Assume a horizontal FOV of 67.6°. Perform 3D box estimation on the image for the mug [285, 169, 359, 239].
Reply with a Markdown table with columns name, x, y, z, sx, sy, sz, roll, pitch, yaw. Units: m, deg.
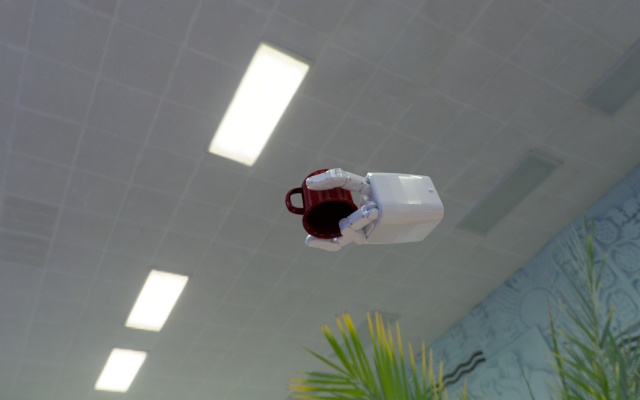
| name | x | y | z | sx | sy | sz | roll | pitch | yaw |
| --- | --- | --- | --- | --- | --- | --- | --- | --- | --- |
| mug | -0.001 | 0.002 | 0.781 | 0.117 | 0.093 | 0.081 | 1 | 44 | -12 |
